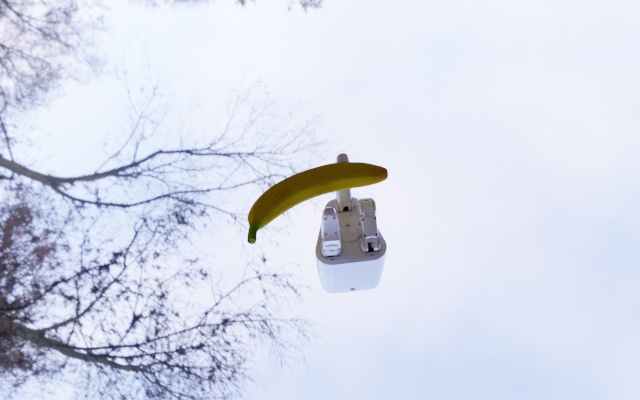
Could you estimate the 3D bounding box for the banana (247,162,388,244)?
[{"bbox_3d":[-0.012,-0.009,0.595,0.198,0.069,0.037,-27,-32,-16],"label":"banana"}]
